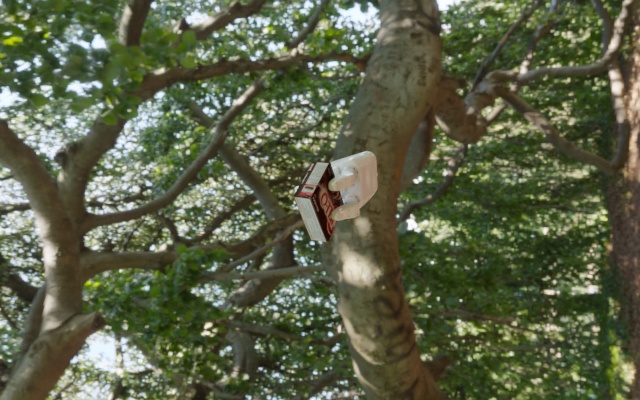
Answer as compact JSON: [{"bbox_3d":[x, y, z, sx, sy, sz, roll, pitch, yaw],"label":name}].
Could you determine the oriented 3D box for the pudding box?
[{"bbox_3d":[0.000,0.003,0.821,0.039,0.090,0.114,3,-43,27],"label":"pudding box"}]
